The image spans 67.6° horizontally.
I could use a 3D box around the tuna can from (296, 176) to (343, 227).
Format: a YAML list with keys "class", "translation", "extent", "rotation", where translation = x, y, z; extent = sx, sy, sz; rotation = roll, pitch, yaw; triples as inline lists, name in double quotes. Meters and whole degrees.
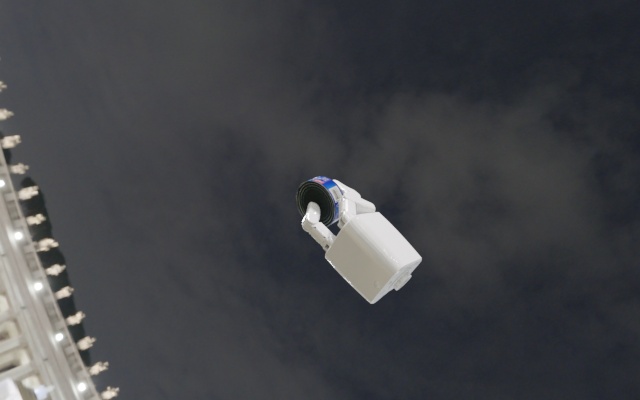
- class: "tuna can"
  translation: [0.000, 0.002, 0.820]
  extent: [0.086, 0.086, 0.033]
  rotation: [0, 18, 41]
